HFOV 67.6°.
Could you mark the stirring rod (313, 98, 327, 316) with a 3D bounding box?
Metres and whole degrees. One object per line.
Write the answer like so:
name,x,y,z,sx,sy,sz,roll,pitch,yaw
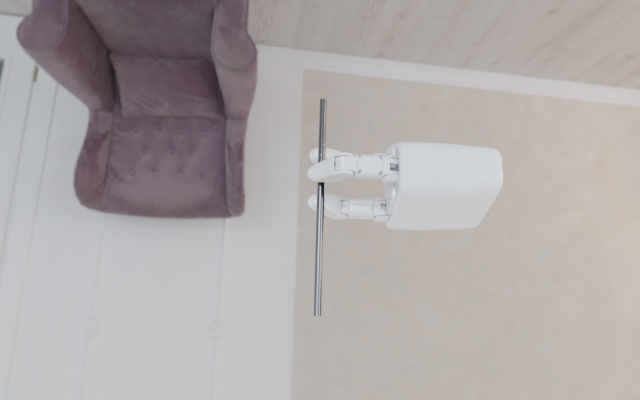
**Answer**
stirring rod,0.000,0.002,0.518,0.011,0.239,0.011,2,-14,0
